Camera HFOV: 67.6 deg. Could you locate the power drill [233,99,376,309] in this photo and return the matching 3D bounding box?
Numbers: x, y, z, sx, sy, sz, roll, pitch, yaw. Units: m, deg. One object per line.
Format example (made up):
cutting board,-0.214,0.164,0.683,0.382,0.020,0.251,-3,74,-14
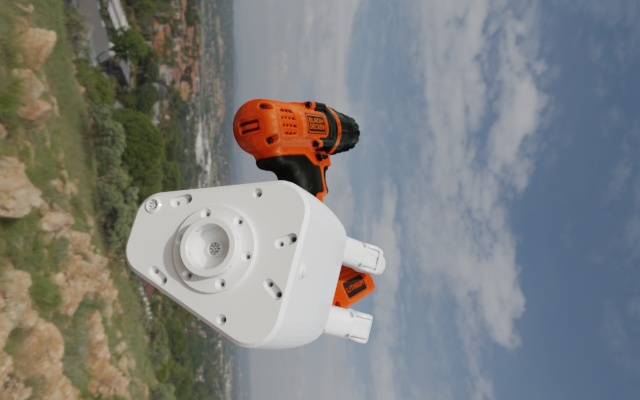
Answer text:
power drill,0.000,0.002,0.444,0.057,0.187,0.184,-13,-1,30
